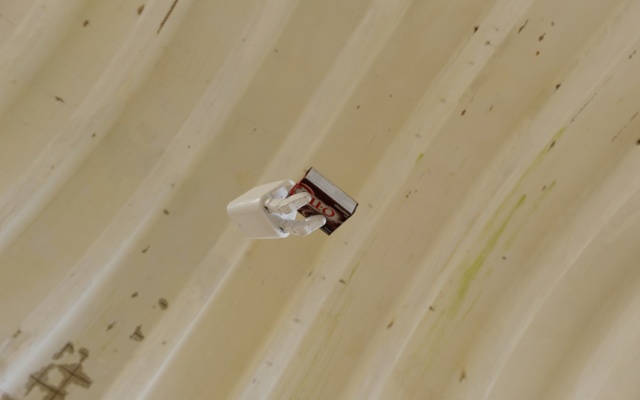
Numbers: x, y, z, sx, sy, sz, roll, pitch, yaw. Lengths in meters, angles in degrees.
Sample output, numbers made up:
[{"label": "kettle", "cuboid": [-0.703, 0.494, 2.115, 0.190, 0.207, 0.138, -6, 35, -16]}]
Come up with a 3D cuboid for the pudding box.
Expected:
[{"label": "pudding box", "cuboid": [0.000, 0.003, 0.878, 0.113, 0.039, 0.090, 36, -39, -7]}]
